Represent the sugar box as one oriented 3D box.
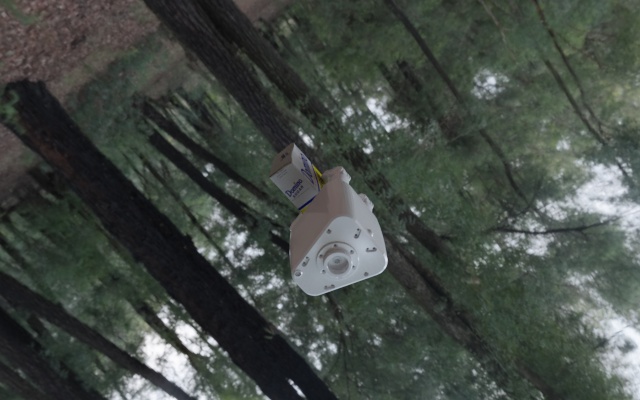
[{"bbox_3d":[0.001,0.002,0.704,0.048,0.176,0.093,-35,19,13],"label":"sugar box"}]
